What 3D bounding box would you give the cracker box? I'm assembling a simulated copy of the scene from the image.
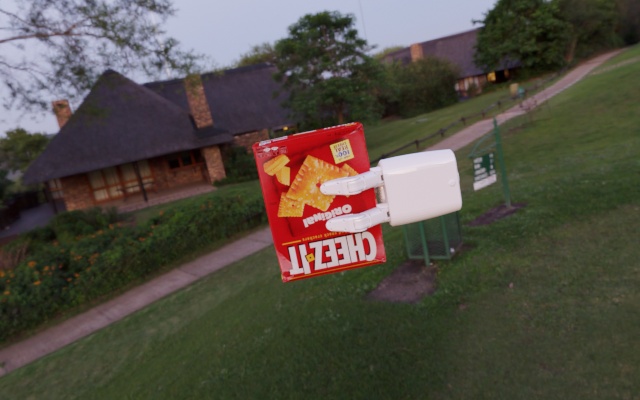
[{"bbox_3d":[0.000,0.002,0.725,0.164,0.214,0.072,-11,11,0],"label":"cracker box"}]
